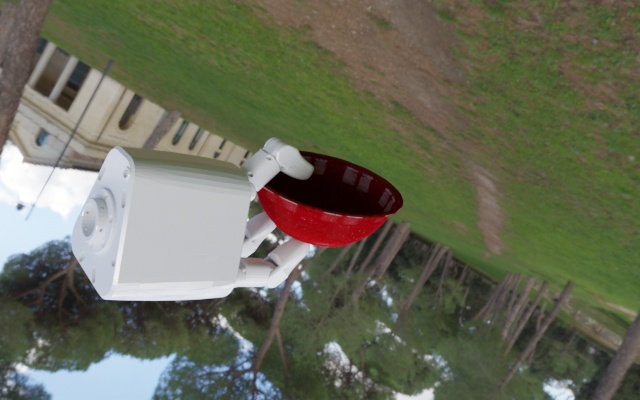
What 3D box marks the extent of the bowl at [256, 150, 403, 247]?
[{"bbox_3d":[0.001,0.002,0.495,0.162,0.055,0.162,12,23,-5],"label":"bowl"}]
